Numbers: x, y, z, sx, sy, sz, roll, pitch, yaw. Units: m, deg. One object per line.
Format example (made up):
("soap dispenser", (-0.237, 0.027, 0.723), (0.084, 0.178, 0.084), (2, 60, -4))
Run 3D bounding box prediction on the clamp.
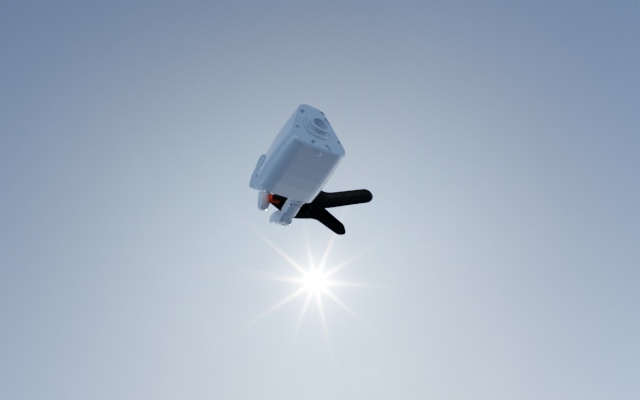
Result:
("clamp", (0.000, 0.002, 0.809), (0.171, 0.039, 0.120), (18, -49, -28))
